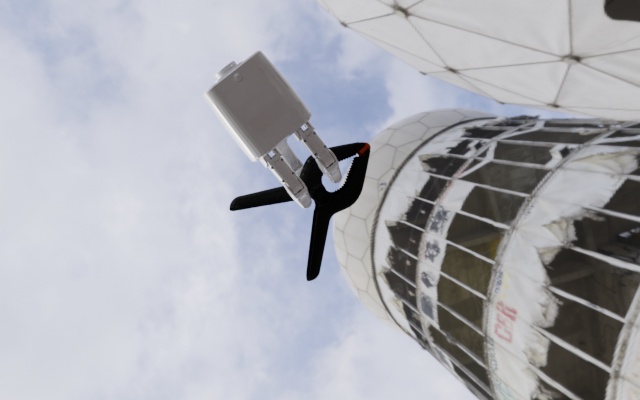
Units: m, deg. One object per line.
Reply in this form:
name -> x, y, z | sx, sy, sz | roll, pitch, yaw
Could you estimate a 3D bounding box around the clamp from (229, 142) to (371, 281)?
clamp -> 0.000, 0.002, 0.685 | 0.210, 0.164, 0.036 | -40, 16, -6
